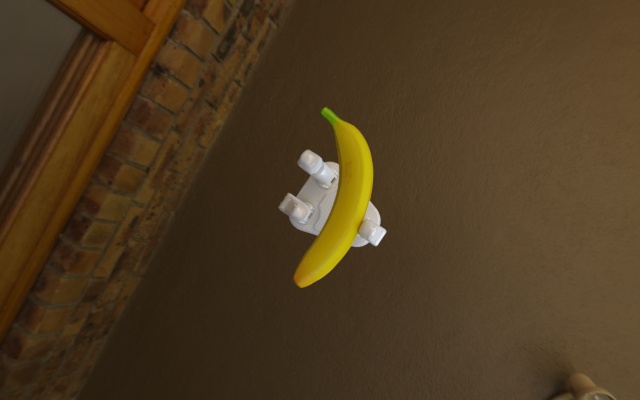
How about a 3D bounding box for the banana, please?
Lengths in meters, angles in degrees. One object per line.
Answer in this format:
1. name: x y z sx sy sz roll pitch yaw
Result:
1. banana: 0.019 0.001 0.525 0.069 0.198 0.037 9 -3 4
